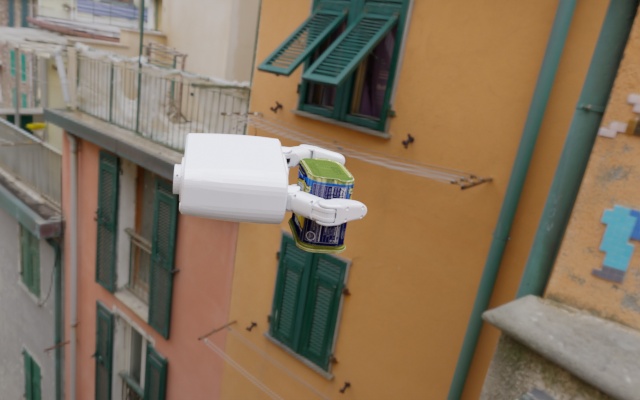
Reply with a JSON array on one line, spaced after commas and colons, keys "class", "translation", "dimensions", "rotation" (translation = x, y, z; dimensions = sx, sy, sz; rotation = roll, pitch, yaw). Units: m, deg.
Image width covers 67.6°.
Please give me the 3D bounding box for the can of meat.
[{"class": "can of meat", "translation": [0.000, 0.002, 0.552], "dimensions": [0.057, 0.084, 0.102], "rotation": [5, 17, -13]}]
